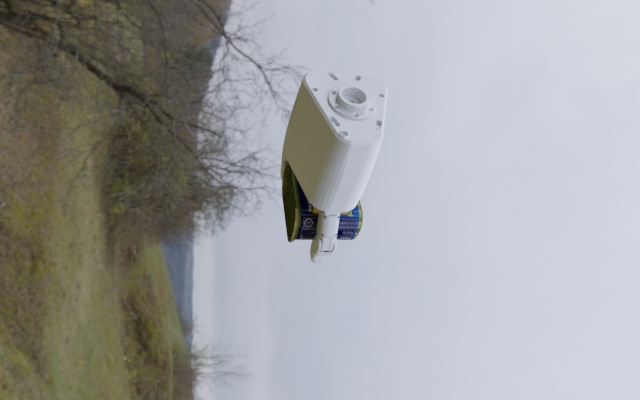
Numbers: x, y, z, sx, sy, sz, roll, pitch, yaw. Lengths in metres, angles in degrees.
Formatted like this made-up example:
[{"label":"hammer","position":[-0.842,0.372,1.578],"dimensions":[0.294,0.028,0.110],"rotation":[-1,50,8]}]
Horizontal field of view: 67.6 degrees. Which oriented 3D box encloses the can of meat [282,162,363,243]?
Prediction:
[{"label":"can of meat","position":[0.000,0.002,0.596],"dimensions":[0.084,0.102,0.057],"rotation":[1,-40,-15]}]
